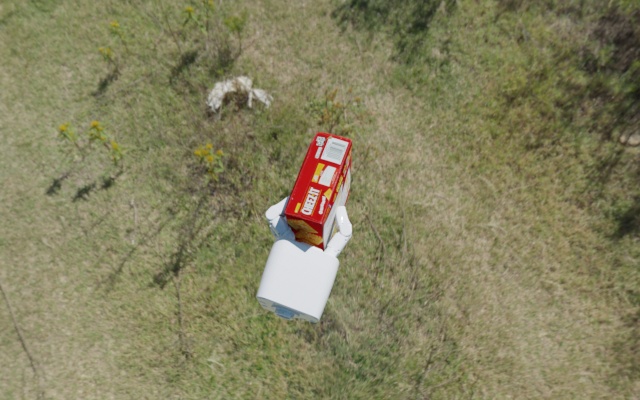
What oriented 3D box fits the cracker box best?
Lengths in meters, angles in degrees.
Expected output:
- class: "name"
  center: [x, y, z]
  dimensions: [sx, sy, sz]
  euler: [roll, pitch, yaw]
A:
- class: "cracker box"
  center: [0.000, 0.003, 0.866]
  dimensions: [0.072, 0.164, 0.214]
  euler: [16, -23, 9]
